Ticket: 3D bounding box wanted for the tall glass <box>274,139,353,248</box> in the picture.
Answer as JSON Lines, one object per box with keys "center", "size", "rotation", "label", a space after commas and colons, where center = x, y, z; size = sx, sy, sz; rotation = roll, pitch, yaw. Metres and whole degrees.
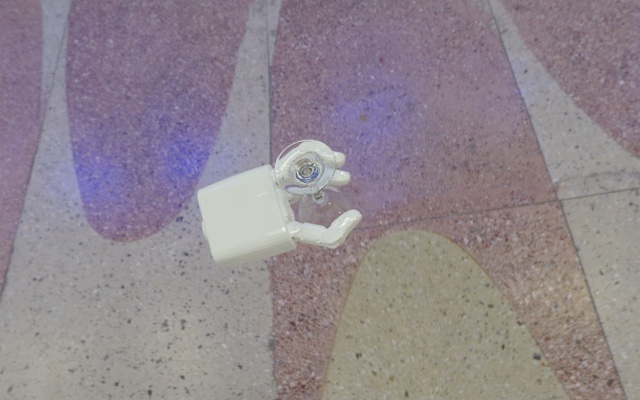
{"center": [0.000, 0.002, 0.644], "size": [0.079, 0.079, 0.201], "rotation": [0, -25, 12], "label": "tall glass"}
